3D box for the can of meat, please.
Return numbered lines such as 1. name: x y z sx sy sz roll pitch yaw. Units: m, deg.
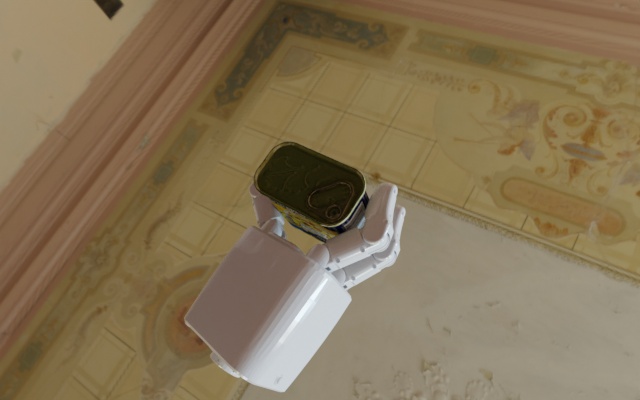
1. can of meat: 0.000 0.002 0.446 0.102 0.057 0.084 26 -16 27
